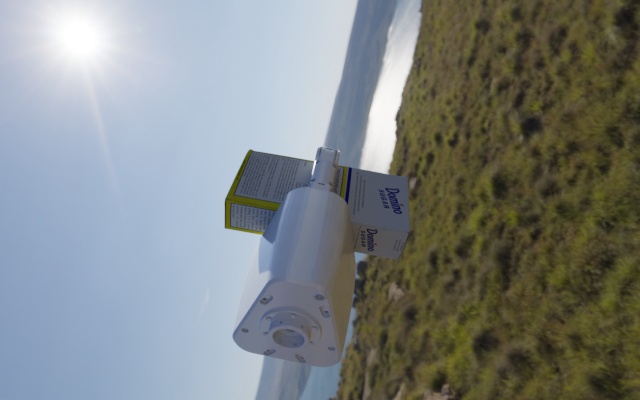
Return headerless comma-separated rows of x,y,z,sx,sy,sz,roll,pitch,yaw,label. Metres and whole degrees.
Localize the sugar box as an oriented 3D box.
0.000,0.002,0.488,0.176,0.048,0.093,13,39,-1,sugar box
